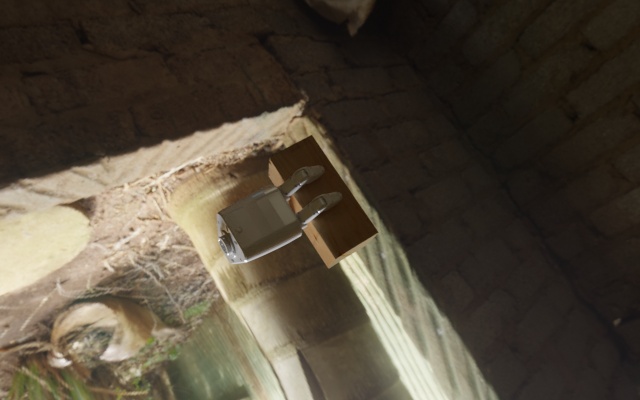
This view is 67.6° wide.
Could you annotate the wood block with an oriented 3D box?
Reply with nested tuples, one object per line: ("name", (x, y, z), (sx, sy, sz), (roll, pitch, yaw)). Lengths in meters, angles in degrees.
("wood block", (0.000, 0.003, 0.839), (0.090, 0.206, 0.091), (-30, -12, -16))
